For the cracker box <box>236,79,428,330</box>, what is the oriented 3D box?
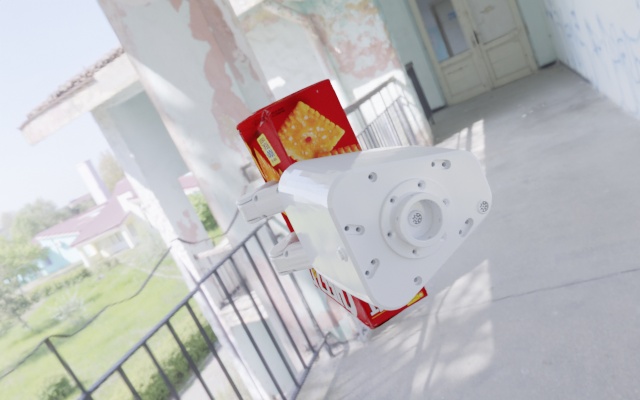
[{"bbox_3d":[0.000,0.001,0.475,0.072,0.214,0.164,-28,13,-14],"label":"cracker box"}]
